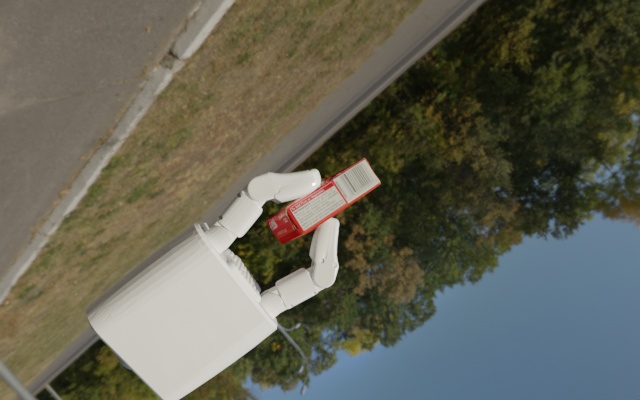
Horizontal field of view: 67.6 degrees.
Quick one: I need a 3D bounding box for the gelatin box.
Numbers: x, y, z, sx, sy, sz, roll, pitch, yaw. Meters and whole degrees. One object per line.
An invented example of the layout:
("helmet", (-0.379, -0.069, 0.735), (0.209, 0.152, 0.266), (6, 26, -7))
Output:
("gelatin box", (0.001, 0.002, 0.430), (0.089, 0.030, 0.073), (-33, 1, -20))
